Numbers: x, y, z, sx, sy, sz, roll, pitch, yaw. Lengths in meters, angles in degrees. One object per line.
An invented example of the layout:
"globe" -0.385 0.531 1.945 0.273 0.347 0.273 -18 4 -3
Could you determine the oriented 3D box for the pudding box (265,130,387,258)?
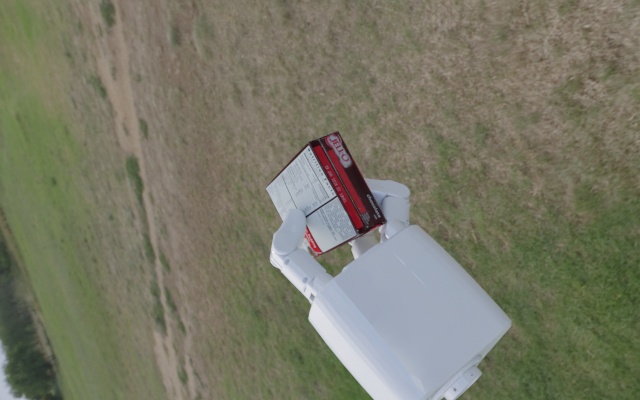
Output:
"pudding box" 0.000 0.002 0.440 0.039 0.090 0.113 -23 -7 -34
